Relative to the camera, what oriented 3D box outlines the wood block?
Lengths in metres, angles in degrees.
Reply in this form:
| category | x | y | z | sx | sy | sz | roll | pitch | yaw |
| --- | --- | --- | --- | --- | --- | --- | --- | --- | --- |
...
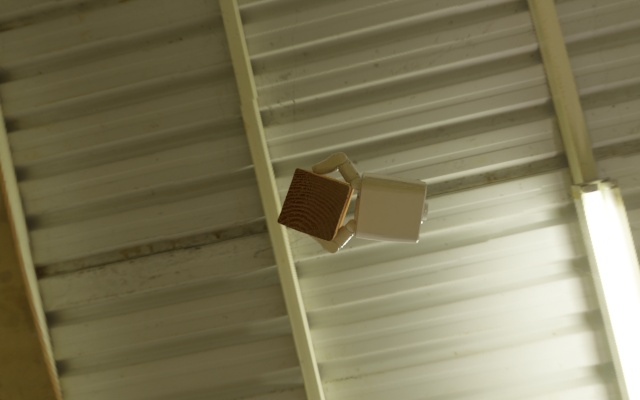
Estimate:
| category | x | y | z | sx | sy | sz | roll | pitch | yaw |
| --- | --- | --- | --- | --- | --- | --- | --- | --- | --- |
| wood block | 0.000 | 0.003 | 0.813 | 0.090 | 0.091 | 0.206 | 19 | 4 | 5 |
